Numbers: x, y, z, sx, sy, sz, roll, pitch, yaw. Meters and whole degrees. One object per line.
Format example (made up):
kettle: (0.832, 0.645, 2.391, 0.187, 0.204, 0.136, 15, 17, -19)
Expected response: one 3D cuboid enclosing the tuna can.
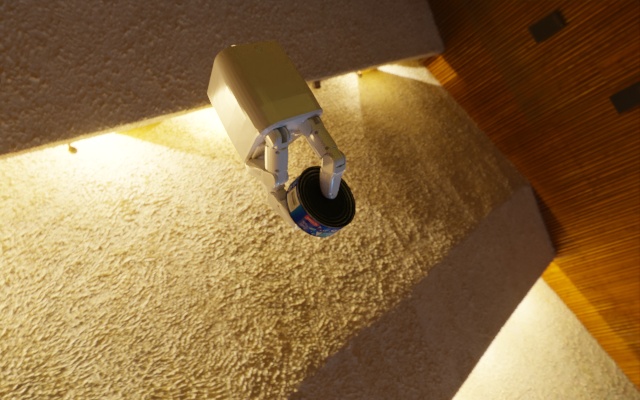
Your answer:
tuna can: (0.000, 0.002, 0.593, 0.086, 0.086, 0.034, 0, -27, -38)
